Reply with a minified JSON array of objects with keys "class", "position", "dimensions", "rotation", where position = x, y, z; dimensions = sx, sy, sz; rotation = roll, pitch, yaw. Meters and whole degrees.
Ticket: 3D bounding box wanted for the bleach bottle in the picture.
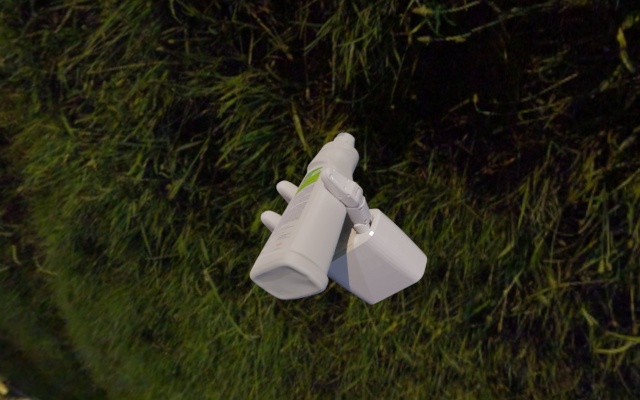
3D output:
[{"class":"bleach bottle","position":[0.000,0.002,0.616],"dimensions":[0.068,0.250,0.102],"rotation":[40,-38,-21]}]
